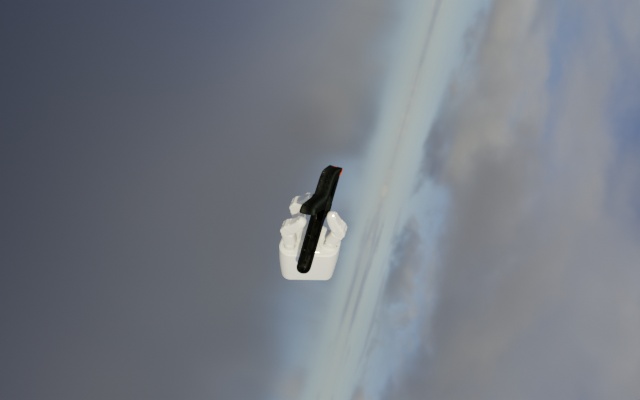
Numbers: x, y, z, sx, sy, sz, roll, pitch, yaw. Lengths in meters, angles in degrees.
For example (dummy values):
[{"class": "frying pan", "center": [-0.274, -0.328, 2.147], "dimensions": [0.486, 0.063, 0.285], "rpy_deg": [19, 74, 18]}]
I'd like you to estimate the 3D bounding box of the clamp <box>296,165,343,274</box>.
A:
[{"class": "clamp", "center": [0.001, 0.003, 0.834], "dimensions": [0.036, 0.209, 0.165], "rpy_deg": [15, -37, 8]}]
